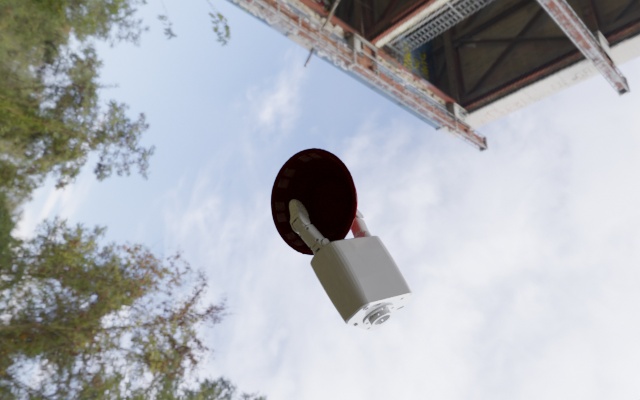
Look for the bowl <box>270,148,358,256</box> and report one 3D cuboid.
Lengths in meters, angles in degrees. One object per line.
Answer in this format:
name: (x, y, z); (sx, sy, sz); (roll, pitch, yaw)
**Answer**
bowl: (0.000, 0.001, 0.738); (0.162, 0.162, 0.055); (0, -1, 36)
